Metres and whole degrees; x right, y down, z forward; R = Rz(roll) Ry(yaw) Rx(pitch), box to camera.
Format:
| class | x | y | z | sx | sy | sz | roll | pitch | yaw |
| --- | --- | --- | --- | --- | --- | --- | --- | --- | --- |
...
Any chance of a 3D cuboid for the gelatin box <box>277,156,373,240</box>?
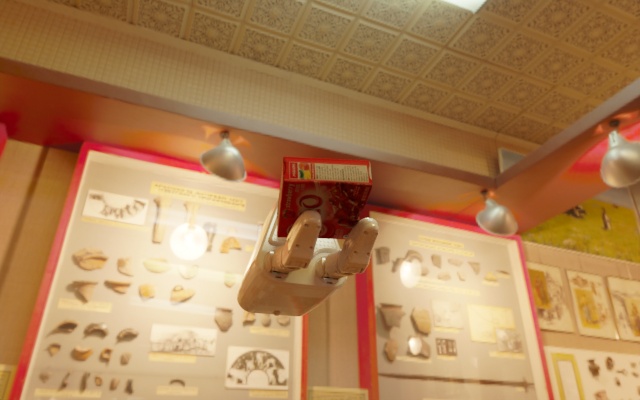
| class | x | y | z | sx | sy | sz | roll | pitch | yaw |
| --- | --- | --- | --- | --- | --- | --- | --- | --- | --- |
| gelatin box | 0.000 | 0.001 | 0.419 | 0.073 | 0.030 | 0.089 | 3 | -36 | -8 |
